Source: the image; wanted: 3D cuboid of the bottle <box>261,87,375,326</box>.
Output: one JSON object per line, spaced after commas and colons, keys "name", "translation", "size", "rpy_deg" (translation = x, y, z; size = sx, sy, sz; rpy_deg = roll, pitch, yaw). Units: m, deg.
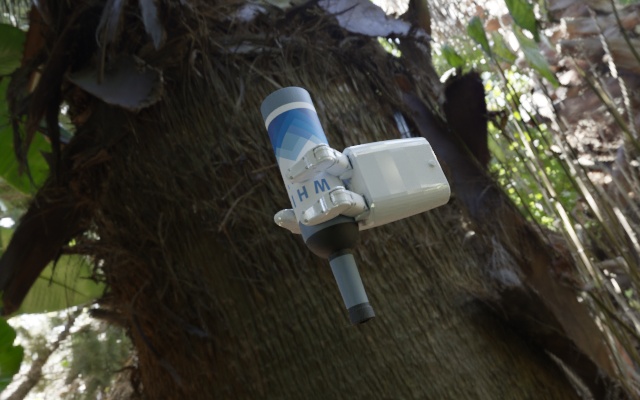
{"name": "bottle", "translation": [0.000, 0.002, 0.566], "size": [0.069, 0.295, 0.069], "rpy_deg": [-17, -22, -7]}
